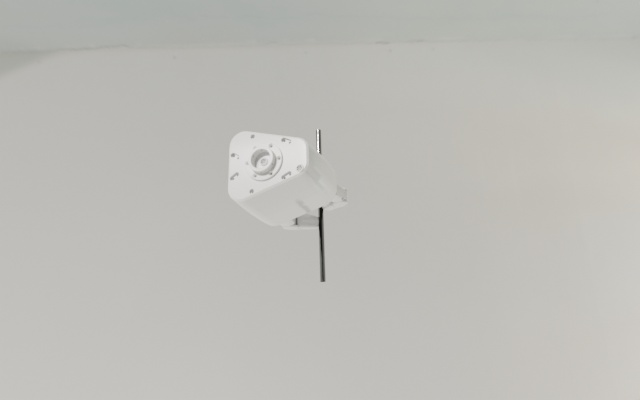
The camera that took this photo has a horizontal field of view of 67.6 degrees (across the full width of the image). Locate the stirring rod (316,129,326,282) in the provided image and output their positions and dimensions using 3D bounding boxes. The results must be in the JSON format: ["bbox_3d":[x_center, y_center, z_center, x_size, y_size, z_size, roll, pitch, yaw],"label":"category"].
[{"bbox_3d":[0.000,0.002,0.723,0.011,0.239,0.011,-2,-18,-1],"label":"stirring rod"}]
